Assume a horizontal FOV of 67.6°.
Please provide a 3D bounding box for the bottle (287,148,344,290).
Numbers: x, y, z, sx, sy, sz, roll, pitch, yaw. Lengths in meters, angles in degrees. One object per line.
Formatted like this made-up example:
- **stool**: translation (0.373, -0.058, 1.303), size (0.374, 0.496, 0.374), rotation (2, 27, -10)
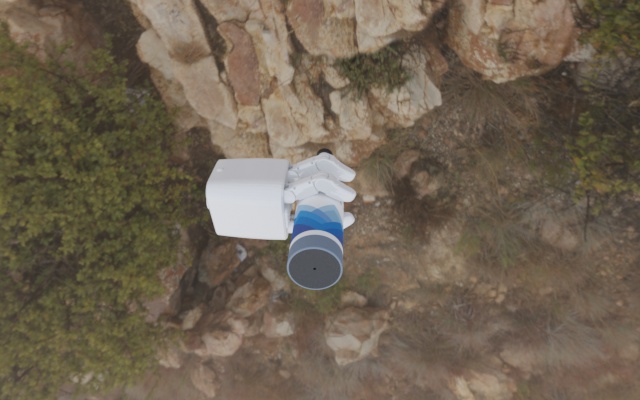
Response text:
- **bottle**: translation (0.000, 0.002, 0.687), size (0.069, 0.069, 0.295), rotation (0, 33, 3)
